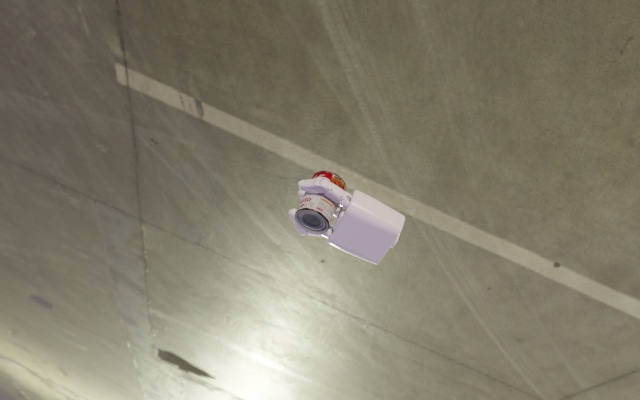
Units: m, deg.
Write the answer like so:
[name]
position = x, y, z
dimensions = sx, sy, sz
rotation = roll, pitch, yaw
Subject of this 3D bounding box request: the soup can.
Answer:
[soup can]
position = 0.000, 0.003, 0.889
dimensions = 0.068, 0.102, 0.069
rotation = 15, -39, 12
